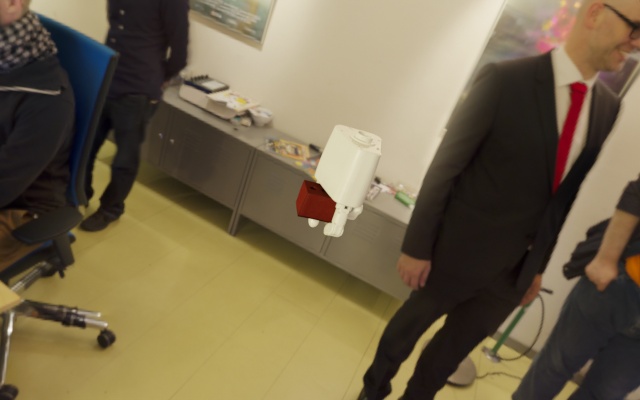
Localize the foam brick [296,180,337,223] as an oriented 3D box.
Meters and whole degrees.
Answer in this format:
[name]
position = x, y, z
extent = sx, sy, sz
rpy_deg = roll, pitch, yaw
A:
[foam brick]
position = 0.000, 0.003, 0.866
extent = 0.078, 0.051, 0.053
rpy_deg = 13, 28, -17
